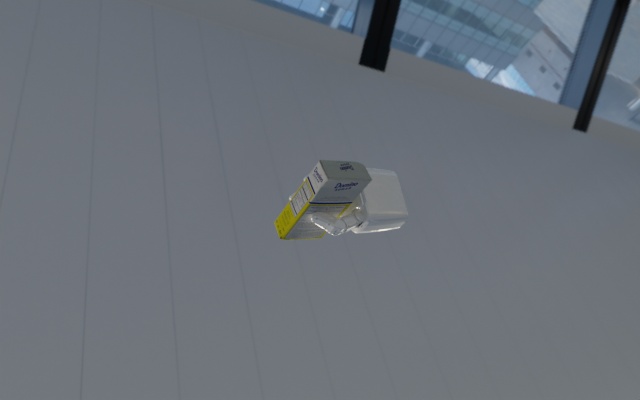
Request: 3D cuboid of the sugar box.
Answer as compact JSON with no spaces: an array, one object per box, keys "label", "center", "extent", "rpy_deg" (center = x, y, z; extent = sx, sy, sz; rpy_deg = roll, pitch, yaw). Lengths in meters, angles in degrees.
[{"label":"sugar box","center":[0.000,0.002,0.813],"extent":[0.093,0.048,0.176],"rpy_deg":[0,-39,-37]}]
